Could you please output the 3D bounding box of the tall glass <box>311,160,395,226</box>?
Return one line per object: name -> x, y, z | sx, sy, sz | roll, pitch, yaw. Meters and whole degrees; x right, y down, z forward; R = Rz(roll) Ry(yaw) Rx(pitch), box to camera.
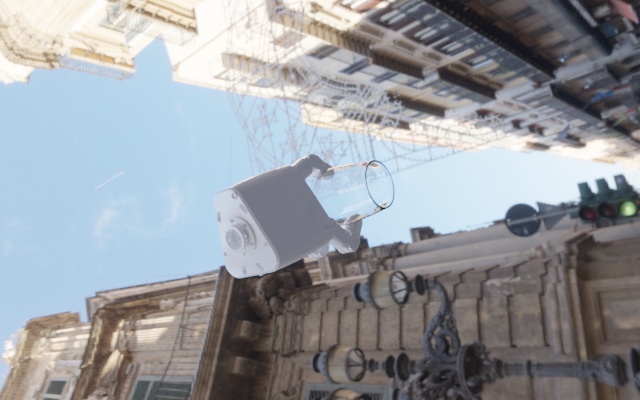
tall glass -> 0.000, 0.002, 0.648 | 0.201, 0.079, 0.079 | -17, -11, 39
